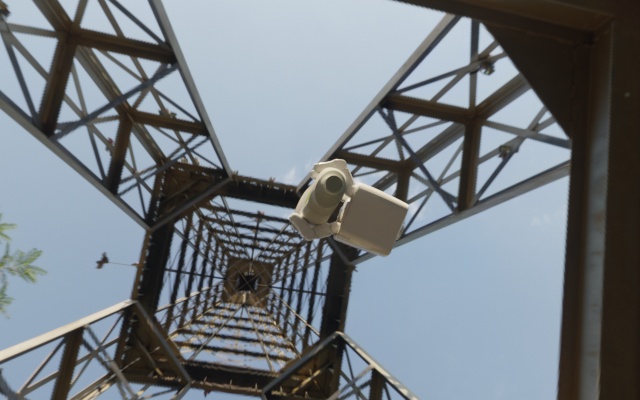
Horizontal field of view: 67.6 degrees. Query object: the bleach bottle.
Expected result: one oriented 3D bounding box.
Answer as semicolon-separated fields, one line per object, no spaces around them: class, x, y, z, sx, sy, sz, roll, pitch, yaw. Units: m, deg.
bleach bottle;0.000;0.003;0.878;0.068;0.102;0.251;23;-12;-4
